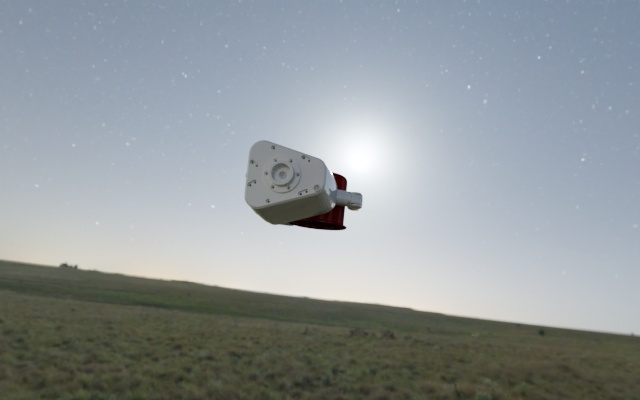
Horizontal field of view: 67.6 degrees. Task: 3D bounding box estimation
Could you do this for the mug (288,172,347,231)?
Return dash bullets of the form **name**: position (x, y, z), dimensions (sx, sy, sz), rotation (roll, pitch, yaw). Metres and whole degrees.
- **mug**: position (0.000, 0.003, 0.769), dimensions (0.093, 0.081, 0.117), rotation (5, -11, 6)
